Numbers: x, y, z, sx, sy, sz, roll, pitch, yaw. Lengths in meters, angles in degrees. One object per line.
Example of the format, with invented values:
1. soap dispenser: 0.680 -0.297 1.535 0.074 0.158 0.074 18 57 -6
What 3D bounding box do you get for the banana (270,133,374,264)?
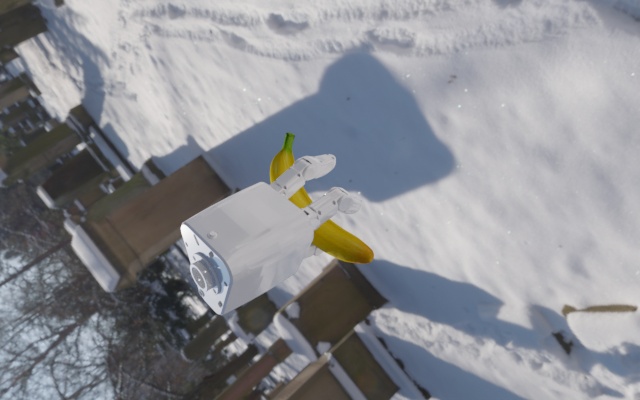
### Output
1. banana: -0.011 0.010 0.596 0.037 0.197 0.070 -16 -25 -47
